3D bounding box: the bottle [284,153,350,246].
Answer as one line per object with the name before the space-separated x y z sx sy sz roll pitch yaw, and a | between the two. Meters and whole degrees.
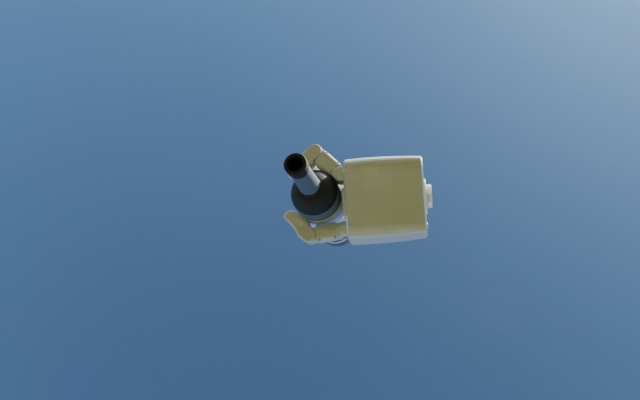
bottle | 0.000 0.002 0.684 0.069 0.069 0.296 0 -18 12
